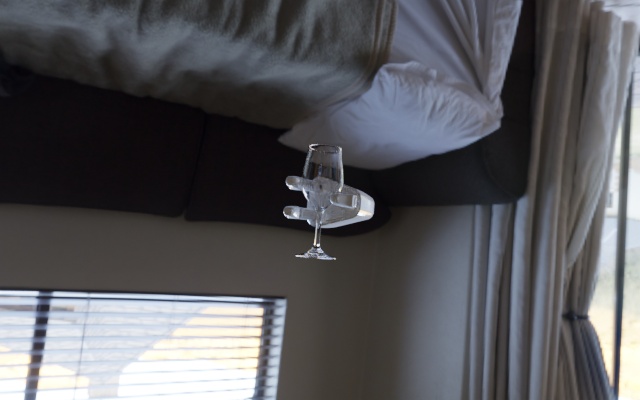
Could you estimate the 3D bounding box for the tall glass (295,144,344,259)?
[{"bbox_3d":[0.000,0.004,0.863,0.079,0.201,0.079,5,-4,0],"label":"tall glass"}]
